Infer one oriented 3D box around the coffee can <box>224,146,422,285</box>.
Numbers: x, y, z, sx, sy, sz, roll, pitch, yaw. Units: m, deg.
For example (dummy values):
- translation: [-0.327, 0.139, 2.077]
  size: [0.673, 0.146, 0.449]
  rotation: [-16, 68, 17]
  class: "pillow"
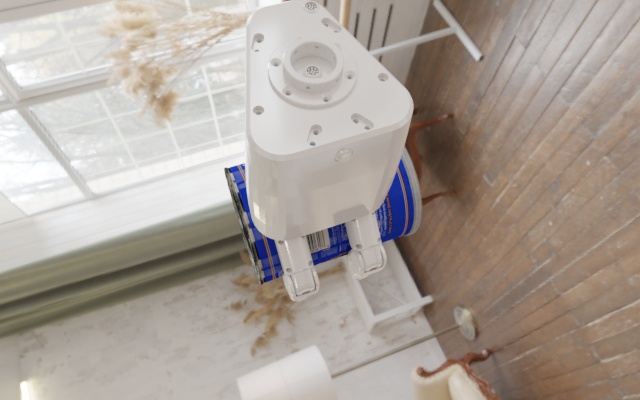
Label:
- translation: [0.000, 0.001, 0.411]
  size: [0.140, 0.103, 0.103]
  rotation: [-17, 4, -12]
  class: "coffee can"
